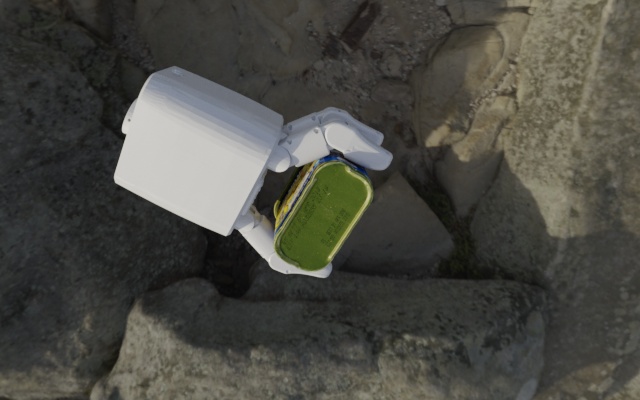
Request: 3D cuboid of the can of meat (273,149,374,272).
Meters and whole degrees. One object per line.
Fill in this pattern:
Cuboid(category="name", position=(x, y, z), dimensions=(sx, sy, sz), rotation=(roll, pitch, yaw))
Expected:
Cuboid(category="can of meat", position=(0.000, 0.002, 0.416), dimensions=(0.057, 0.102, 0.084), rotation=(28, 16, -12))
